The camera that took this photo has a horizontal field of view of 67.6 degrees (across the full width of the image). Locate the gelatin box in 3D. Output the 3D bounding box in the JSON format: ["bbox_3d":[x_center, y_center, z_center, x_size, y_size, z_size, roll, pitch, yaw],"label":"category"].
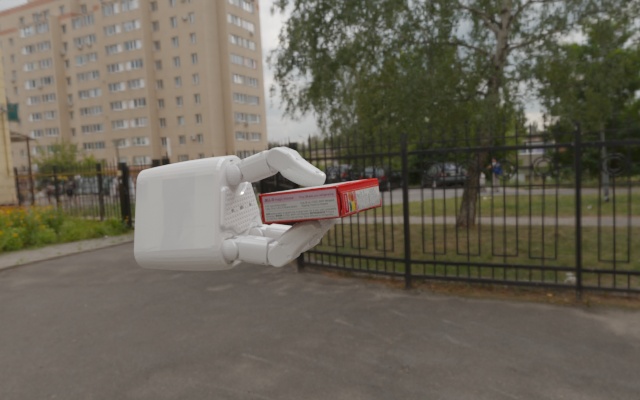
[{"bbox_3d":[0.000,0.001,0.439,0.089,0.030,0.073,-7,3,34],"label":"gelatin box"}]
